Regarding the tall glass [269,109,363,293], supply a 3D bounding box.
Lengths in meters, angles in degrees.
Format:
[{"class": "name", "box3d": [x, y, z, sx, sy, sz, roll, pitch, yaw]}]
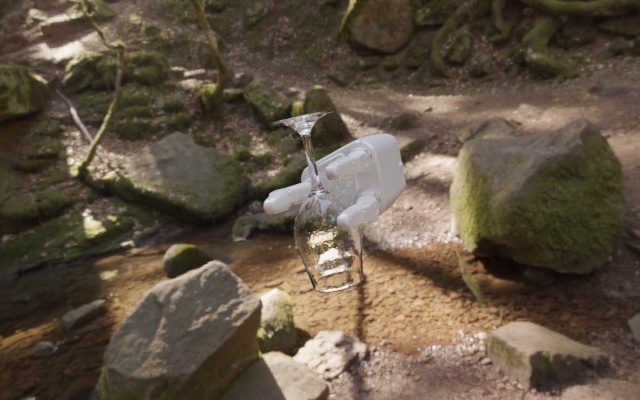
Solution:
[{"class": "tall glass", "box3d": [0.000, 0.001, 0.552, 0.079, 0.201, 0.079, -12, 9, 2]}]
